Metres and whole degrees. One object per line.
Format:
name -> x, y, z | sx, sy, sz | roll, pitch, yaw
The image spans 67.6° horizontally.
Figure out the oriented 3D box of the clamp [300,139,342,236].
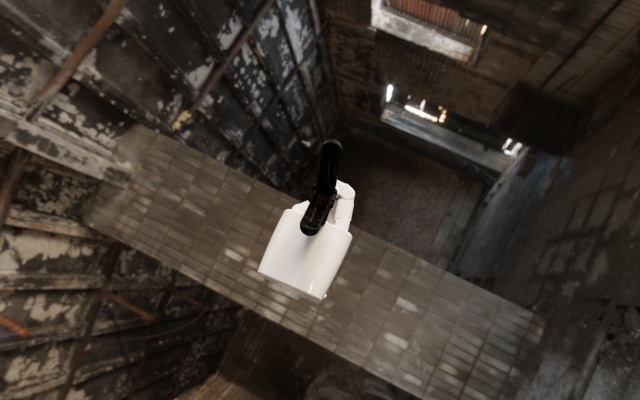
clamp -> 0.000, 0.002, 0.638 | 0.039, 0.120, 0.171 | 21, -15, 8
